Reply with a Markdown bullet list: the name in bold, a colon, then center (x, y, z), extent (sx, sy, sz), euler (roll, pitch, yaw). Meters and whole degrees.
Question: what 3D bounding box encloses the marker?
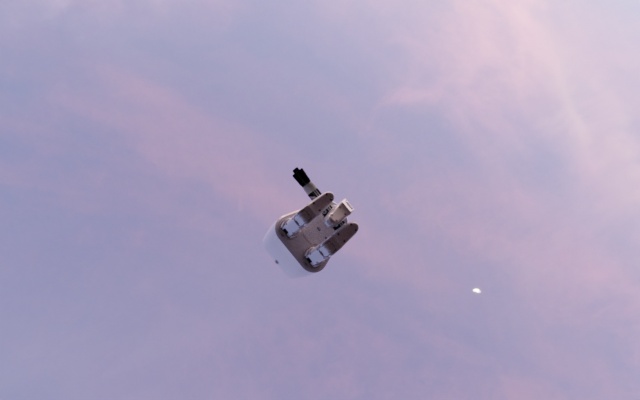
- **marker**: center (0.000, 0.002, 0.685), extent (0.020, 0.121, 0.020), euler (-38, -1, -1)
